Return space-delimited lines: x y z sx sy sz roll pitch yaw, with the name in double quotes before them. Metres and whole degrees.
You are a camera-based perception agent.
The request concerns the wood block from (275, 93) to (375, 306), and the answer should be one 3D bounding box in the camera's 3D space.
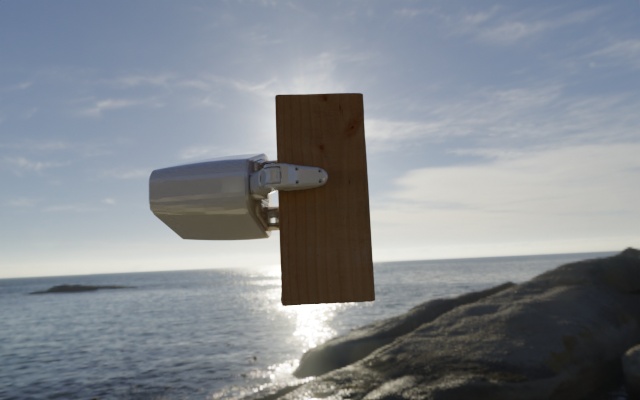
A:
"wood block" 0.000 0.001 0.502 0.090 0.206 0.091 -2 -7 -5
